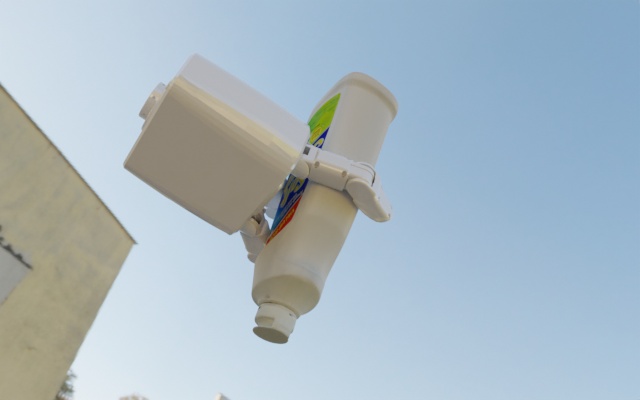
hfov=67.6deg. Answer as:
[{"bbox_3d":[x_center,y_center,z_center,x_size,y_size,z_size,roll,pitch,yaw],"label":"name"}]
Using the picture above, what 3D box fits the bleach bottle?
[{"bbox_3d":[0.000,0.001,0.420,0.068,0.250,0.102,33,-39,-18],"label":"bleach bottle"}]
